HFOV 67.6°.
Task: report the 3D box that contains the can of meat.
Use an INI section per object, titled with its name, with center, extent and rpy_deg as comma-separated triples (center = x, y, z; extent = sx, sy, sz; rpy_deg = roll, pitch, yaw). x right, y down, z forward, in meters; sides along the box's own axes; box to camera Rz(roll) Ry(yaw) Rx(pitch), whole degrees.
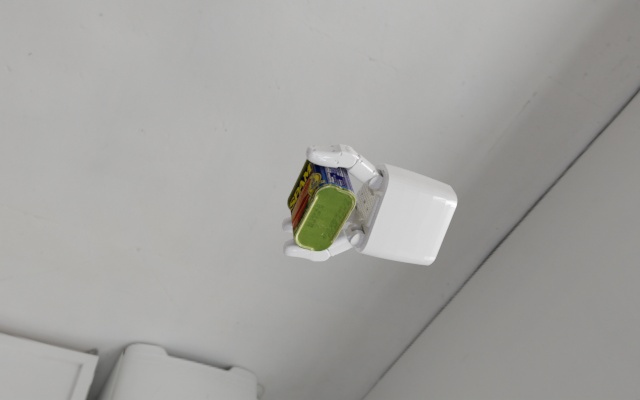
[can of meat]
center = 0.000, 0.002, 0.600
extent = 0.057, 0.102, 0.084
rpy_deg = 17, 29, -19
